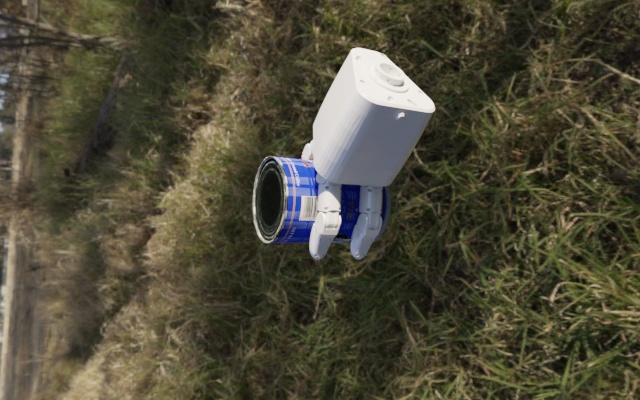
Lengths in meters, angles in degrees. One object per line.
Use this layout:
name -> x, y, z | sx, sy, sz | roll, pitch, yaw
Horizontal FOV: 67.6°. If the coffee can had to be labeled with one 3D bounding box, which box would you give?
coffee can -> 0.000, 0.002, 0.586 | 0.140, 0.103, 0.103 | 2, -1, -28
